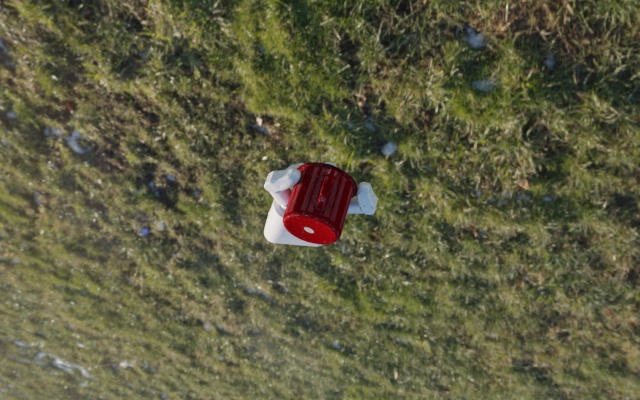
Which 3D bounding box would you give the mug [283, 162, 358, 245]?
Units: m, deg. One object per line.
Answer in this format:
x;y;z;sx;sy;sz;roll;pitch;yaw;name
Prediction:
0.000;0.002;0.643;0.093;0.081;0.117;20;-31;-5;mug
